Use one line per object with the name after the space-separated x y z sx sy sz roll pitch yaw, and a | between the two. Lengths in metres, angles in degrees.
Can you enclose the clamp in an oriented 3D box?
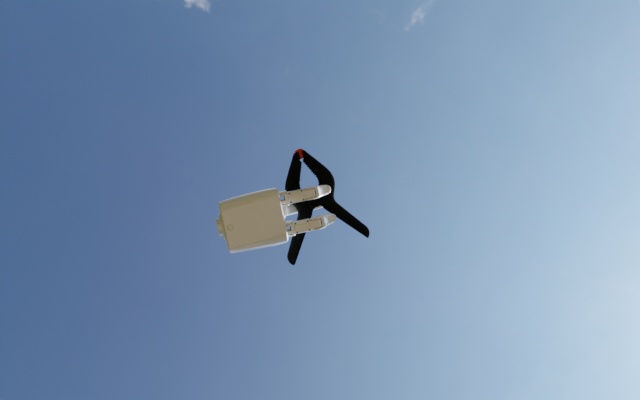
0.000 0.002 0.897 0.164 0.210 0.036 -12 6 -12 | clamp
